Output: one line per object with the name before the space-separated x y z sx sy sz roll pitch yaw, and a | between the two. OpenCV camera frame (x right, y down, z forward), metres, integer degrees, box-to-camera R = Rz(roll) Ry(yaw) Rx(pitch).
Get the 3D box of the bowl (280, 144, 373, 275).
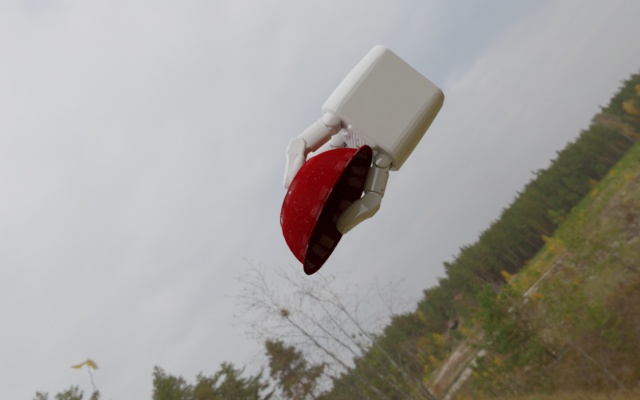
bowl | -0.001 0.003 0.545 0.055 0.162 0.162 25 7 15
